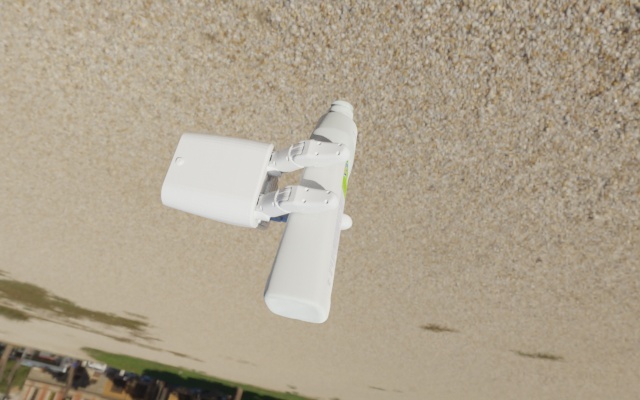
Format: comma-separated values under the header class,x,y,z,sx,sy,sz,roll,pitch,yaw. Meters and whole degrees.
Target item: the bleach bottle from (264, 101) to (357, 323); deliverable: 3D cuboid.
class,x,y,z,sx,sy,sz,roll,pitch,yaw
bleach bottle,0.000,0.002,0.540,0.068,0.250,0.103,11,-24,6
